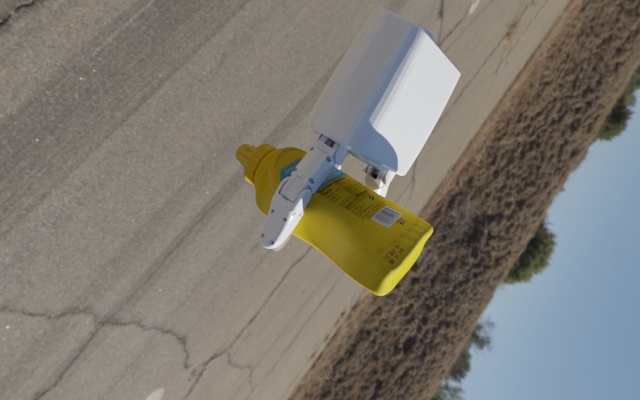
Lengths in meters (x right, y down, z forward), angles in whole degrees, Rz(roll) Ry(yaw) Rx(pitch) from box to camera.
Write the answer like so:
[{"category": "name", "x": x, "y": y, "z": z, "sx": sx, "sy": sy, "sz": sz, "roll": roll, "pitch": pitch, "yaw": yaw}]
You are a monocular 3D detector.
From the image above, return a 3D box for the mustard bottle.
[{"category": "mustard bottle", "x": 0.000, "y": 0.002, "z": 0.430, "sx": 0.191, "sy": 0.058, "sz": 0.096, "roll": 33, "pitch": 35, "yaw": 18}]
